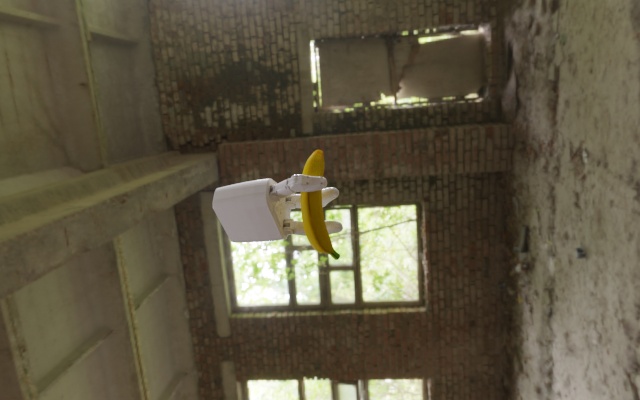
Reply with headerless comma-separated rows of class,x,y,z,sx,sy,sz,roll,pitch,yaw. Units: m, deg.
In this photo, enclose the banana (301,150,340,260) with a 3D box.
banana,-0.008,0.004,0.814,0.037,0.197,0.069,-12,-11,25
